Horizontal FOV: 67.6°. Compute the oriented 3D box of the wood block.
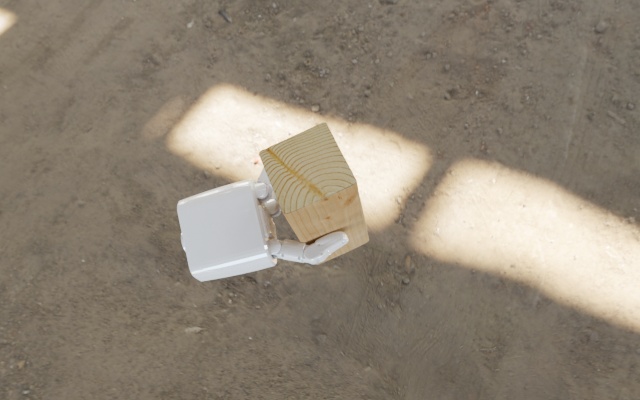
[{"bbox_3d":[0.000,0.002,0.630,0.090,0.090,0.206,-24,-25,-1],"label":"wood block"}]
